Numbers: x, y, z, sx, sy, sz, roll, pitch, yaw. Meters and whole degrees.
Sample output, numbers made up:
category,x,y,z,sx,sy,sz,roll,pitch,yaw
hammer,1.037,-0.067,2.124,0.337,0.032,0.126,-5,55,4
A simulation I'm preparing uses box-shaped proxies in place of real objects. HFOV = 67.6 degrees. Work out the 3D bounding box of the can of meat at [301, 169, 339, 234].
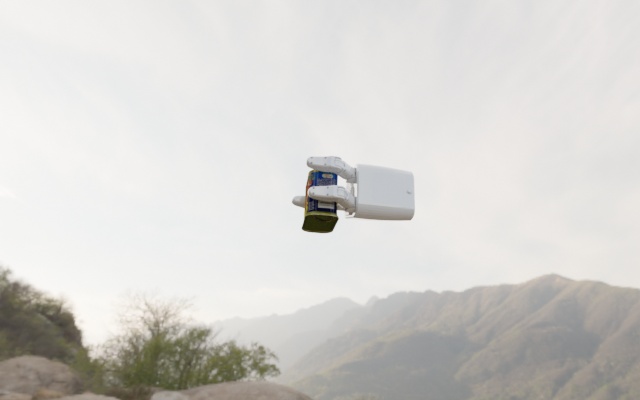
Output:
category,x,y,z,sx,sy,sz,roll,pitch,yaw
can of meat,0.000,0.002,0.836,0.057,0.084,0.102,5,-21,-5
